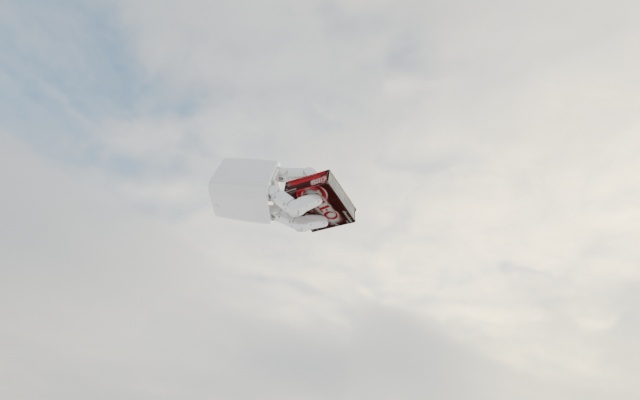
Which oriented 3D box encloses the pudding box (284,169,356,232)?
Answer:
[{"bbox_3d":[0.000,0.003,0.847,0.090,0.039,0.113,-14,-44,26],"label":"pudding box"}]
